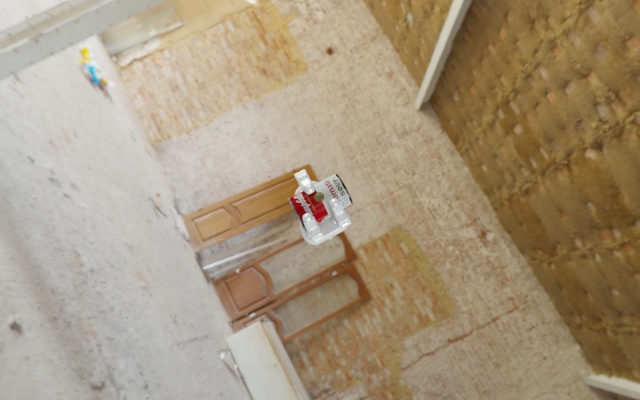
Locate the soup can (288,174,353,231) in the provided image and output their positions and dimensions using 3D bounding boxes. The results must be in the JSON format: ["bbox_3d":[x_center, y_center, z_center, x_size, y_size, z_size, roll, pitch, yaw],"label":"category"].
[{"bbox_3d":[0.000,0.003,0.880,0.102,0.068,0.068,-28,2,-4],"label":"soup can"}]
